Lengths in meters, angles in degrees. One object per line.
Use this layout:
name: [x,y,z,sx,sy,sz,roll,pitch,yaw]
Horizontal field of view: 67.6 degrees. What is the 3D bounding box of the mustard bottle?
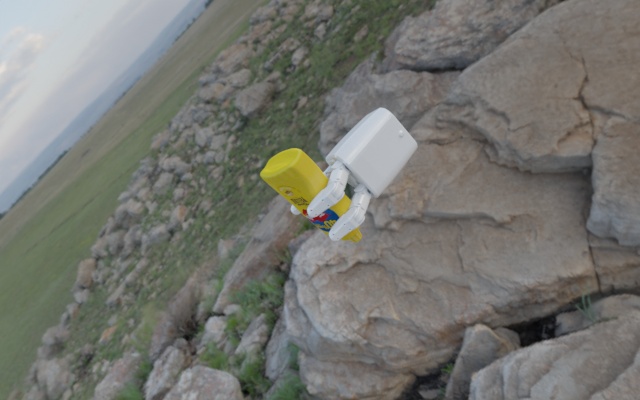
mustard bottle: [0.000,0.003,0.747,0.192,0.058,0.096,44,-31,-25]
